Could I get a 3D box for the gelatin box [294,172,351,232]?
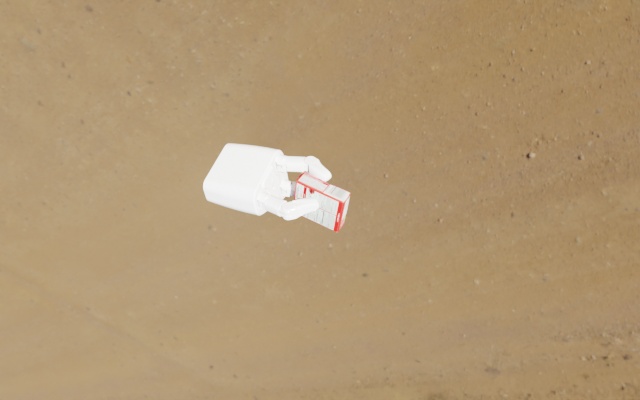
[{"bbox_3d":[0.000,0.003,0.778,0.089,0.073,0.030,25,47,15],"label":"gelatin box"}]
